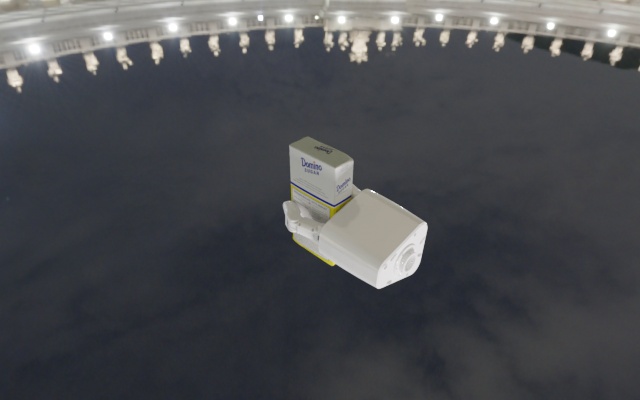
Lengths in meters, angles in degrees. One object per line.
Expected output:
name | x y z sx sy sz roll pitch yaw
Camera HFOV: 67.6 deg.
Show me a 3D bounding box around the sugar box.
sugar box | 0.001 0.002 0.712 0.093 0.176 0.048 30 42 34
